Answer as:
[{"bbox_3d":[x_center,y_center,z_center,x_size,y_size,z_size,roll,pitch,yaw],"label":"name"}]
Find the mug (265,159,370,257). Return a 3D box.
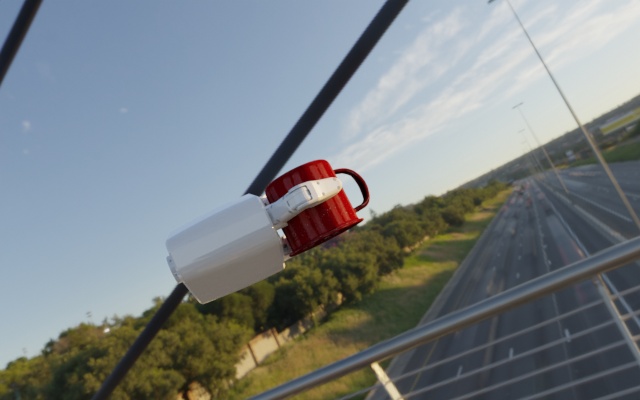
[{"bbox_3d":[0.001,0.001,0.539,0.117,0.081,0.093,-25,-7,-13],"label":"mug"}]
